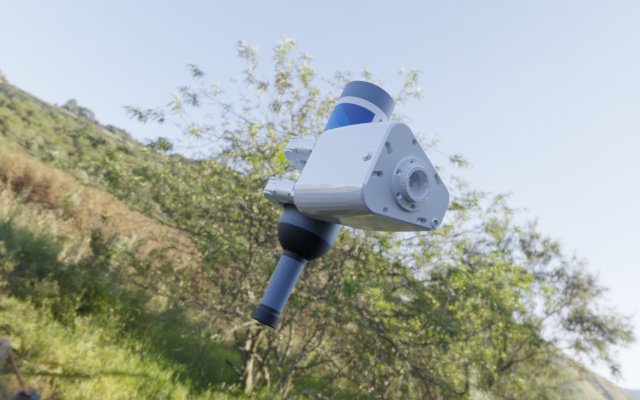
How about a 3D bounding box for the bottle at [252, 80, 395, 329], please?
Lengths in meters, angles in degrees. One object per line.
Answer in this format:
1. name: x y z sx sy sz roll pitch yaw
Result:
1. bottle: 0.000 0.002 0.543 0.069 0.295 0.069 23 -16 7
